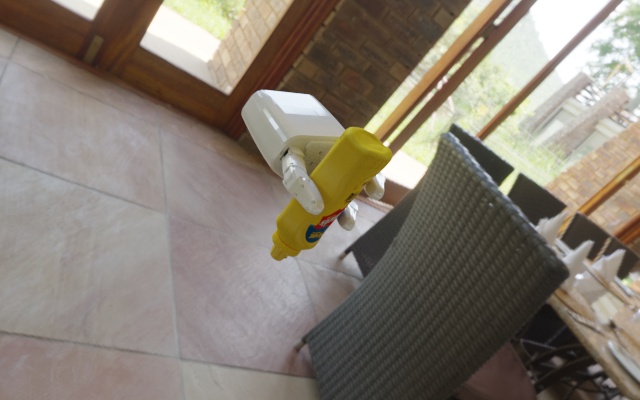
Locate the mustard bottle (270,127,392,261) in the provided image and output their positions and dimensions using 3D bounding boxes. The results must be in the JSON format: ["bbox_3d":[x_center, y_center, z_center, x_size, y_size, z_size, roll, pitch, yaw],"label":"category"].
[{"bbox_3d":[0.000,0.002,0.568,0.058,0.192,0.096,45,22,12],"label":"mustard bottle"}]
